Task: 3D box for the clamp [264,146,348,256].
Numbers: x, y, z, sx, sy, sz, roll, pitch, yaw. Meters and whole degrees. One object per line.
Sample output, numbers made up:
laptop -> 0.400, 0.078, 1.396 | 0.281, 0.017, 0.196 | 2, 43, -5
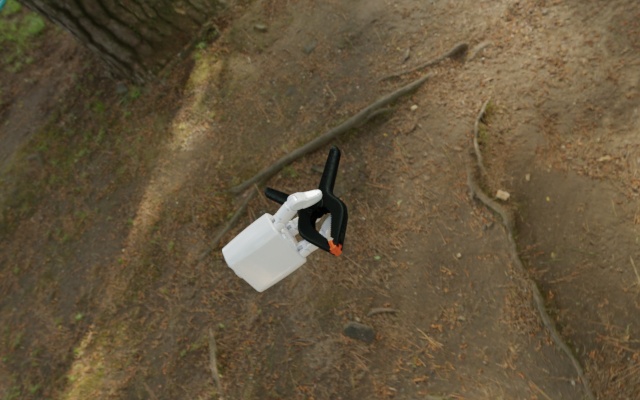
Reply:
clamp -> 0.000, 0.003, 0.848 | 0.164, 0.209, 0.036 | -37, -39, 6
